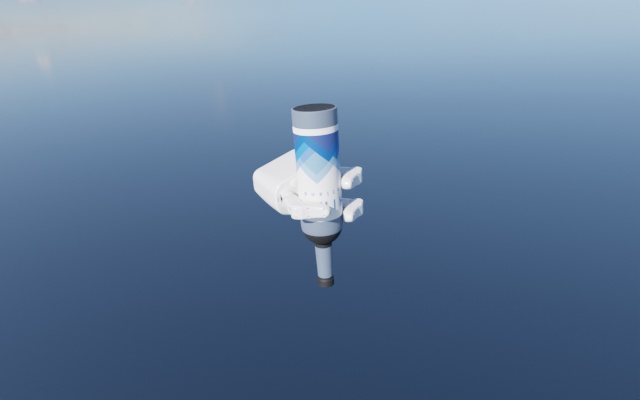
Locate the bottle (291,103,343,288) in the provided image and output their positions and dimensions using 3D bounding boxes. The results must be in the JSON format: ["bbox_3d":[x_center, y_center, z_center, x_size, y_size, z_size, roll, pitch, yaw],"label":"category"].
[{"bbox_3d":[0.000,0.002,0.742,0.069,0.296,0.069,-3,22,1],"label":"bottle"}]
